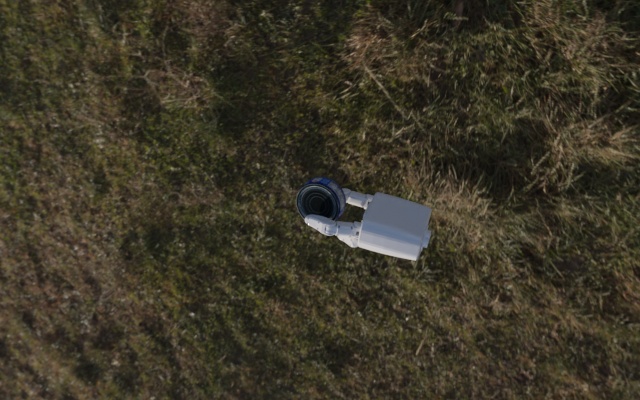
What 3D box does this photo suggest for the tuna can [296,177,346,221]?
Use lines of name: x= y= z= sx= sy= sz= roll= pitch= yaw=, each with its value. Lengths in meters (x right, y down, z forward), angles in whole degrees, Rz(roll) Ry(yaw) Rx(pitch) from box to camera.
tuna can: x=0.000 y=0.003 z=0.856 sx=0.086 sy=0.086 sz=0.033 roll=0 pitch=22 yaw=24
